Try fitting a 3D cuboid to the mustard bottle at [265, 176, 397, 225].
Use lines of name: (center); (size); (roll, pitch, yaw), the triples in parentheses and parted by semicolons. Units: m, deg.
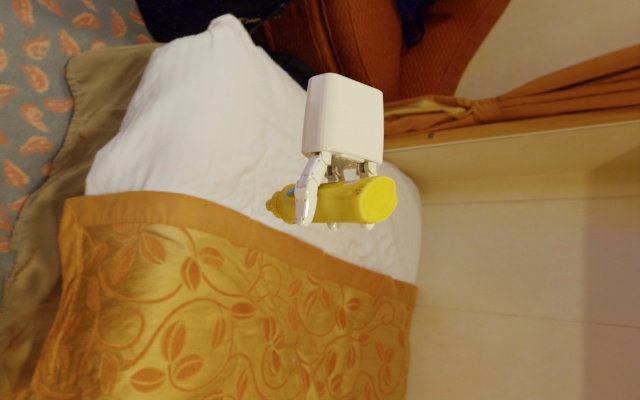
mustard bottle: (0.000, 0.002, 0.652); (0.191, 0.058, 0.096); (-3, 14, 36)
